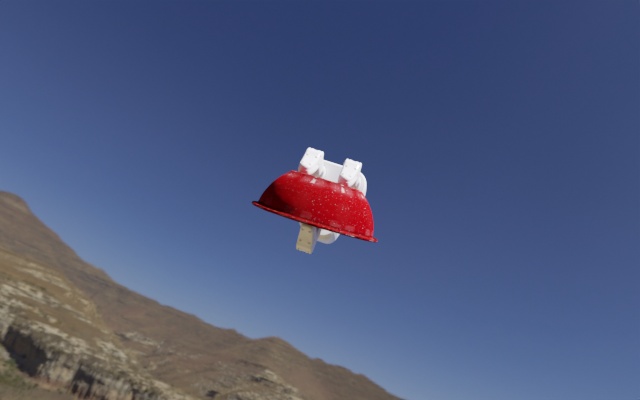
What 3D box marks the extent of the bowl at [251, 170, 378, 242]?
[{"bbox_3d":[0.000,0.002,0.588,0.162,0.055,0.162,17,1,0],"label":"bowl"}]
